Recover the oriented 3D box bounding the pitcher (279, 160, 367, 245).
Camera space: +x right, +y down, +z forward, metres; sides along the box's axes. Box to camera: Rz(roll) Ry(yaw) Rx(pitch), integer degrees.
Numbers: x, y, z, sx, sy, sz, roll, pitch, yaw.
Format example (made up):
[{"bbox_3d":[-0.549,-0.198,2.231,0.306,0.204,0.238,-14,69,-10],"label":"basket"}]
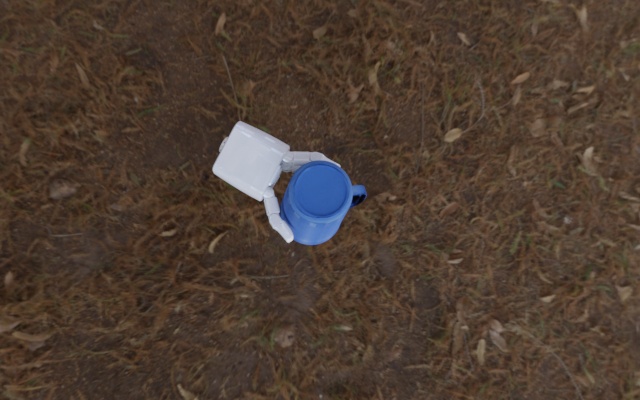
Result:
[{"bbox_3d":[0.000,0.003,0.895,0.145,0.149,0.243,31,-12,0],"label":"pitcher"}]
